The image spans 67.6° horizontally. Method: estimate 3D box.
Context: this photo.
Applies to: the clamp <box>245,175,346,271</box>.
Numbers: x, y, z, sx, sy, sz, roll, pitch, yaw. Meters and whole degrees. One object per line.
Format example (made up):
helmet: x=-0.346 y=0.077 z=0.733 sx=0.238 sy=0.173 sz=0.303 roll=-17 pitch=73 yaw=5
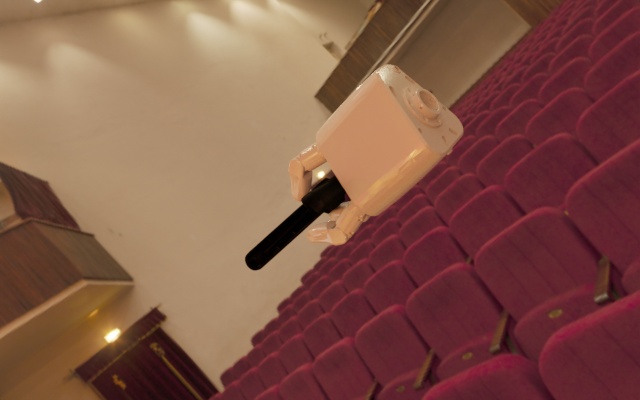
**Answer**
clamp: x=0.000 y=0.001 z=0.581 sx=0.165 sy=0.036 sz=0.210 roll=-42 pitch=-1 yaw=41
